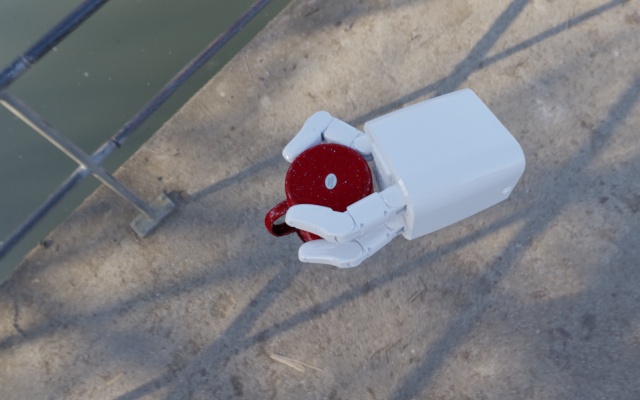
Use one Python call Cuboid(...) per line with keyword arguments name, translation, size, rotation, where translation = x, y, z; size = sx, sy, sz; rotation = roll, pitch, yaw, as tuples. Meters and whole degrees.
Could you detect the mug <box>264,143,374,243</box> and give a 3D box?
Cuboid(name="mug", translation=(-0.001, 0.002, 0.466), size=(0.117, 0.093, 0.081), rotation=(-22, -24, -2))
